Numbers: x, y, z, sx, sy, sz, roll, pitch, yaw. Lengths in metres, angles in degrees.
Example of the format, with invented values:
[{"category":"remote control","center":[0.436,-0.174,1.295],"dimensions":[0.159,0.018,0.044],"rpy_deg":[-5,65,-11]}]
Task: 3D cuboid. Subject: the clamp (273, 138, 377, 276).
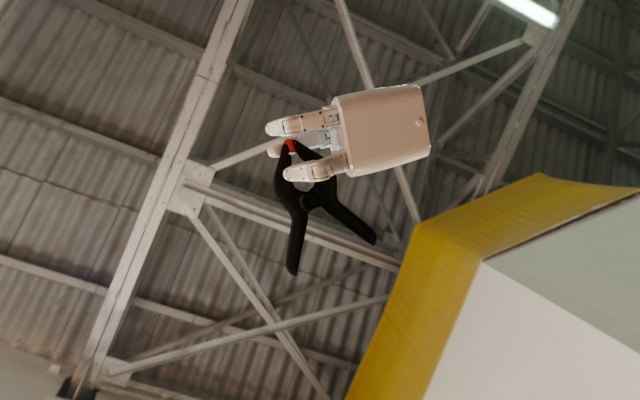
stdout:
[{"category":"clamp","center":[0.000,0.002,0.597],"dimensions":[0.120,0.171,0.039],"rpy_deg":[-14,11,-9]}]
